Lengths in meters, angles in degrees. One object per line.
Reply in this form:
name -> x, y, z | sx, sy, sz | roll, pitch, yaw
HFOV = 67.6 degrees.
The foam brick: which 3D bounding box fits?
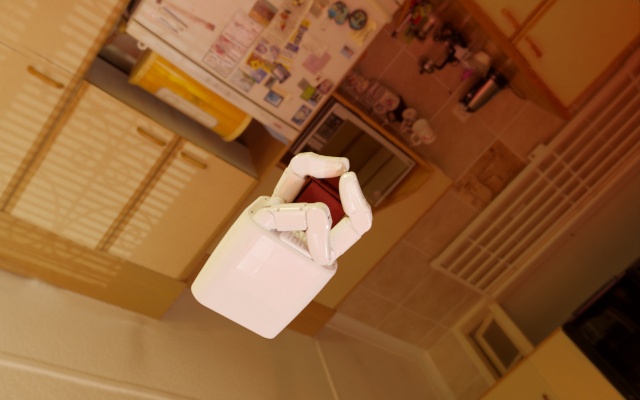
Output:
foam brick -> 0.000, 0.002, 0.528 | 0.053, 0.051, 0.078 | 38, 16, -2
